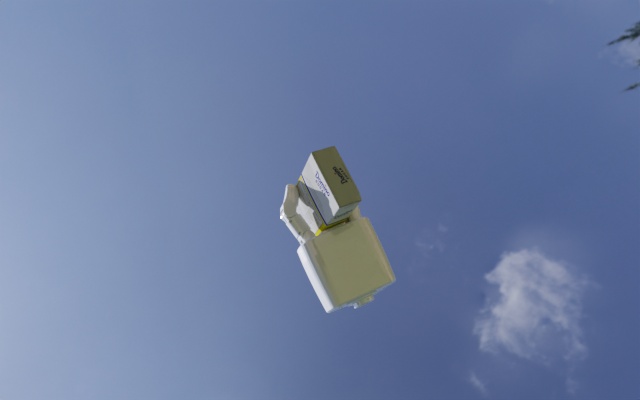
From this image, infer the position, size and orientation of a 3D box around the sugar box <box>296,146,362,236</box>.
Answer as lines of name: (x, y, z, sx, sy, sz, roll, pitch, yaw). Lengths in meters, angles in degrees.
sugar box: (0.001, 0.002, 0.730, 0.048, 0.093, 0.176, -18, -18, -26)
